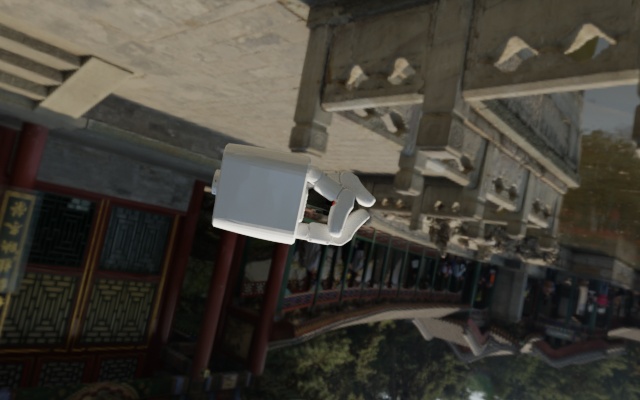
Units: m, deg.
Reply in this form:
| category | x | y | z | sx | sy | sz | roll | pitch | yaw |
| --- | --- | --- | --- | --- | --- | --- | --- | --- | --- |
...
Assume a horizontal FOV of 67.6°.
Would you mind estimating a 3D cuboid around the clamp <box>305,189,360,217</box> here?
| category | x | y | z | sx | sy | sz | roll | pitch | yaw |
| --- | --- | --- | --- | --- | --- | --- | --- | --- | --- |
| clamp | 0.000 | 0.003 | 0.689 | 0.120 | 0.039 | 0.171 | 11 | -6 | -4 |
